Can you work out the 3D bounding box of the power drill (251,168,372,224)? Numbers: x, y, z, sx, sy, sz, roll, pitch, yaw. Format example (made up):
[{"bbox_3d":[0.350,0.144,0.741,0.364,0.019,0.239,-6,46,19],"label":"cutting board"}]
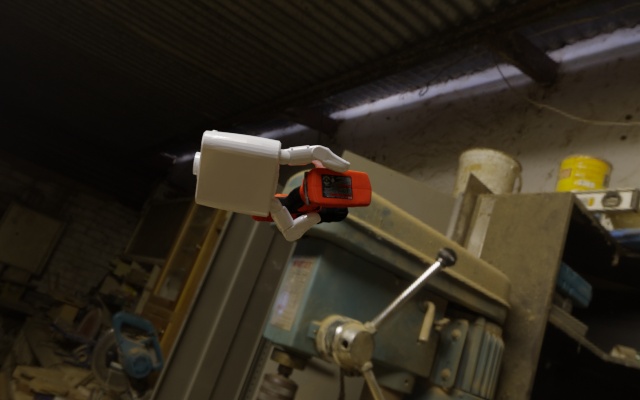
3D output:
[{"bbox_3d":[0.000,0.002,0.768,0.184,0.057,0.188,1,-14,-30],"label":"power drill"}]
